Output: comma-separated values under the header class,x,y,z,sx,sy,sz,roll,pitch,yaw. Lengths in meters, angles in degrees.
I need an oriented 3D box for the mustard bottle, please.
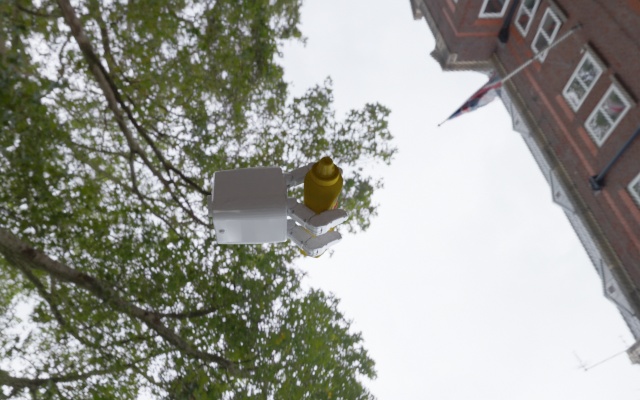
class,x,y,z,sx,sy,sz,roll,pitch,yaw
mustard bottle,0.000,0.003,0.741,0.058,0.096,0.192,16,-38,7
